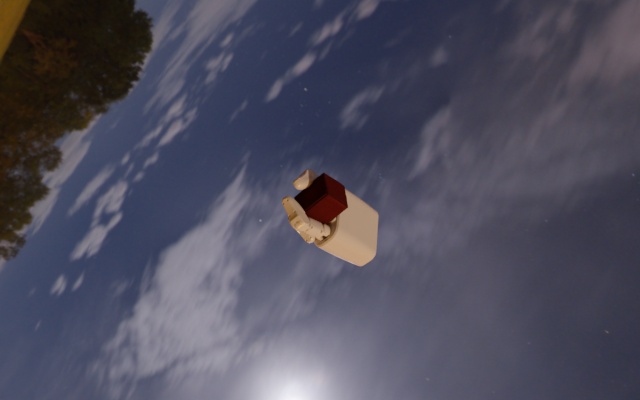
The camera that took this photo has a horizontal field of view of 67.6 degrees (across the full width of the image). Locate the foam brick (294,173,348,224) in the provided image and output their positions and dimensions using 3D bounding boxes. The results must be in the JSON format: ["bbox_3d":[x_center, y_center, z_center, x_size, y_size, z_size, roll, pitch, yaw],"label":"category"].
[{"bbox_3d":[0.000,0.002,0.799,0.051,0.053,0.078,31,-55,-32],"label":"foam brick"}]
